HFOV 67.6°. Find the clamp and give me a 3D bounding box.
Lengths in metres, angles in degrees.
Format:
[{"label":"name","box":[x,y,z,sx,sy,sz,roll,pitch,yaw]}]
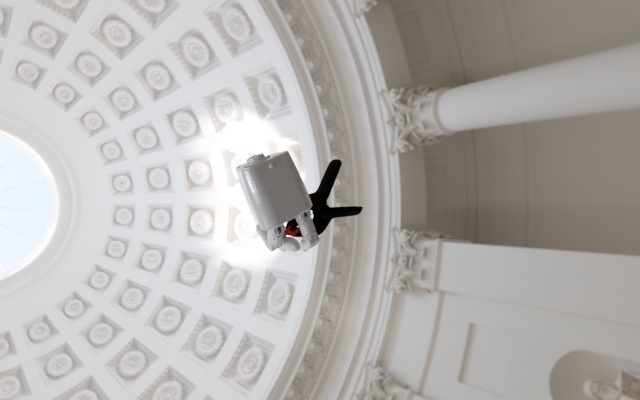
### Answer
[{"label":"clamp","box":[0.000,0.003,0.880,0.171,0.120,0.039,-30,15,-33]}]
